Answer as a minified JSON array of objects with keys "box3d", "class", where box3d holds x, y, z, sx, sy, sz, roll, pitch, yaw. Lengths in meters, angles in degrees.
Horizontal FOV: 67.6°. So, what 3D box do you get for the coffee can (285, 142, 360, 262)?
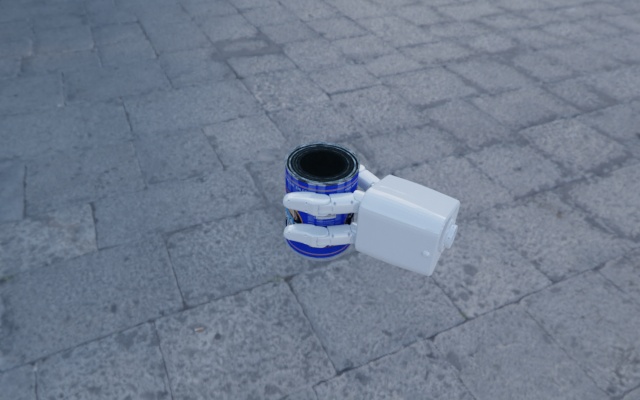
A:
[{"box3d":[0.000,0.002,0.684,0.103,0.140,0.102,2,39,-1],"class":"coffee can"}]
